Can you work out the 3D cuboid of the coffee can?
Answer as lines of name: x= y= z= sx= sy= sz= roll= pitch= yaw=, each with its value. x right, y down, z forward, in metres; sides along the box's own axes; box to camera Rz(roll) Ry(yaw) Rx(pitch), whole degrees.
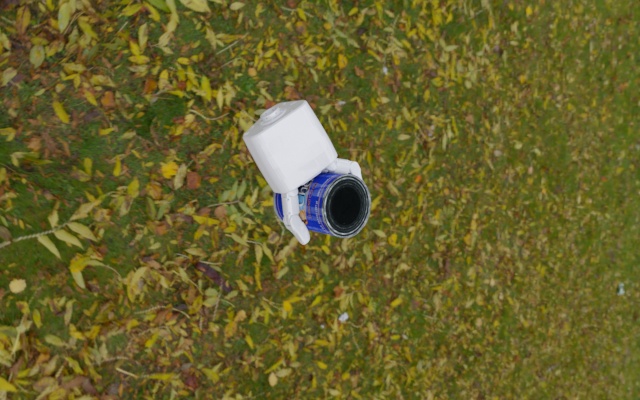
coffee can: x=0.000 y=0.003 z=0.807 sx=0.103 sy=0.103 sz=0.140 roll=0 pitch=5 yaw=-38
